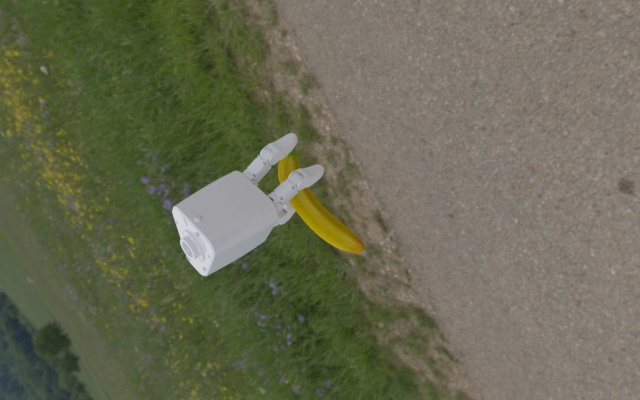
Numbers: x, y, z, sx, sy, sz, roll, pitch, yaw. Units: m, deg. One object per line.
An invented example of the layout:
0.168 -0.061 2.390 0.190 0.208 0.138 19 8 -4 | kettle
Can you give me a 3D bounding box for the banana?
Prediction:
-0.010 0.006 0.721 0.037 0.198 0.070 -32 -4 -35 | banana
